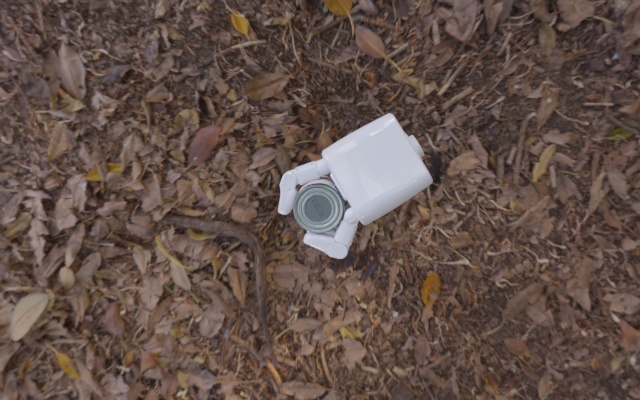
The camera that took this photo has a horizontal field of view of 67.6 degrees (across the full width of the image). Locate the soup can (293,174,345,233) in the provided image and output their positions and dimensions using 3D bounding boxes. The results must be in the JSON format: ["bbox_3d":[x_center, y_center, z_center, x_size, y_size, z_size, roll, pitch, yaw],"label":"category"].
[{"bbox_3d":[0.000,0.002,0.658,0.068,0.068,0.102,0,10,3],"label":"soup can"}]
